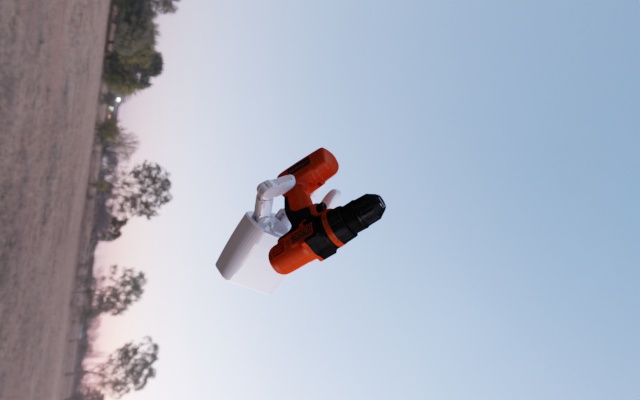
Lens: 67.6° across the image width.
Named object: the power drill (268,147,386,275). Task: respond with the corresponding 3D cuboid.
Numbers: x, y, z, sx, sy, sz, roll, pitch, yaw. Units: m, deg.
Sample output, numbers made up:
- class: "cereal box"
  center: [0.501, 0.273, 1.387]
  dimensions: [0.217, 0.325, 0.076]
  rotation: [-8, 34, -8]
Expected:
- class: "power drill"
  center: [0.000, 0.002, 0.707]
  dimensions: [0.184, 0.187, 0.057]
  rotation: [-30, -54, 17]
